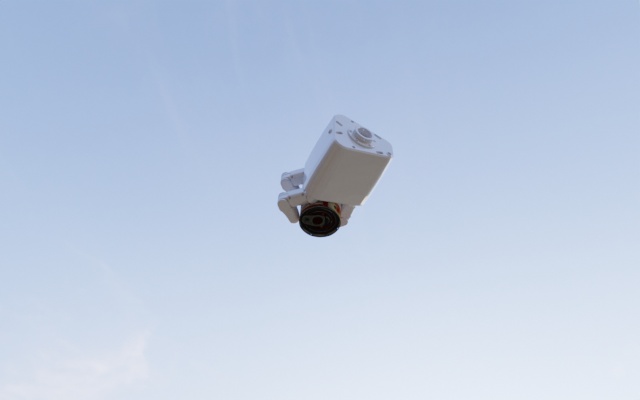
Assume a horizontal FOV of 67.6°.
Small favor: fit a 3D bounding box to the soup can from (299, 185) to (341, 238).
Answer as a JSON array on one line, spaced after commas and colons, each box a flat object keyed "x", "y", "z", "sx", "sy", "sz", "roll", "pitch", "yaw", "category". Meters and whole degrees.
[{"x": 0.000, "y": 0.003, "z": 0.802, "sx": 0.068, "sy": 0.069, "sz": 0.102, "roll": 0, "pitch": 40, "yaw": 2, "category": "soup can"}]
